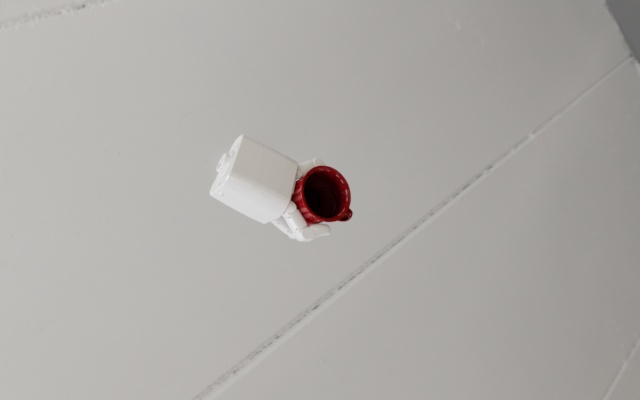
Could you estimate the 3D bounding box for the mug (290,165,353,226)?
[{"bbox_3d":[0.001,0.003,0.798,0.117,0.093,0.081,29,-25,-21],"label":"mug"}]
